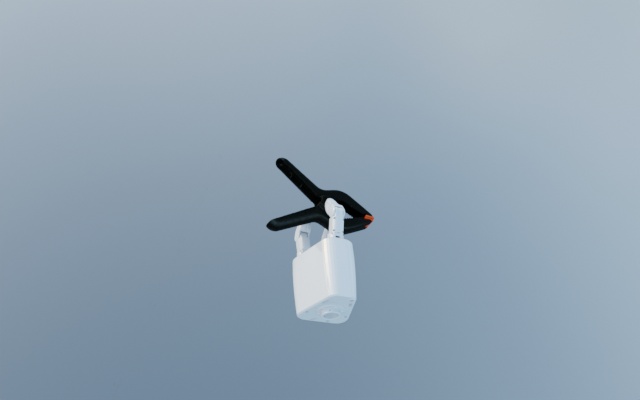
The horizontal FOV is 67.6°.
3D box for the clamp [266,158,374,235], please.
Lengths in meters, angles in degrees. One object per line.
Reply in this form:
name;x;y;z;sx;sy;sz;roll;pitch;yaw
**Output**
clamp;0.001;0.003;0.888;0.210;0.164;0.036;13;-39;-21
